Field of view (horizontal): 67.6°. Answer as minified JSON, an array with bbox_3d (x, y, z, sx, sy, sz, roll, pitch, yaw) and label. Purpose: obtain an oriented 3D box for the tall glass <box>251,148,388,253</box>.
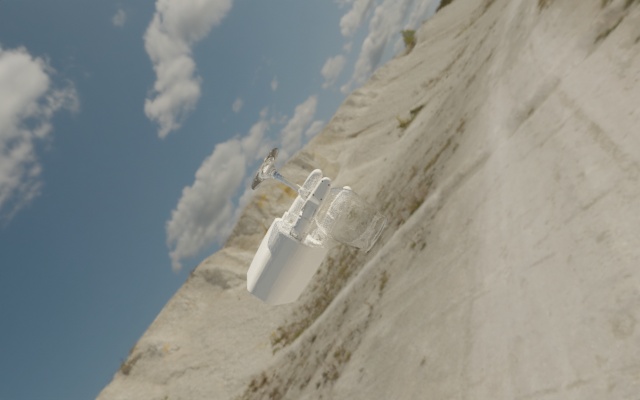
[{"bbox_3d":[0.000,0.002,0.720,0.201,0.079,0.079,31,3,5],"label":"tall glass"}]
